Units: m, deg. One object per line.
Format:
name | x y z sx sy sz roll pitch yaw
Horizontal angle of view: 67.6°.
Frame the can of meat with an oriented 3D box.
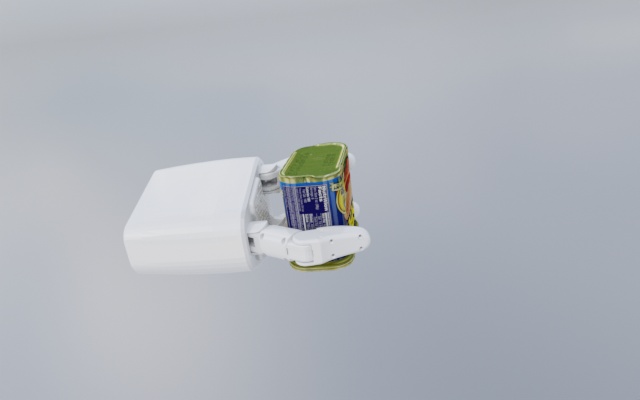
can of meat | 0.000 0.001 0.427 0.057 0.084 0.102 -4 22 10
